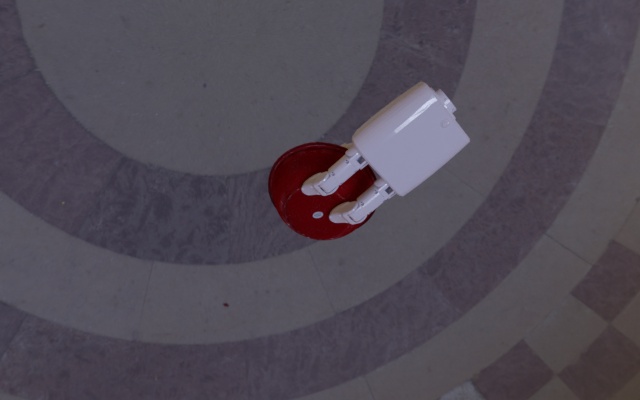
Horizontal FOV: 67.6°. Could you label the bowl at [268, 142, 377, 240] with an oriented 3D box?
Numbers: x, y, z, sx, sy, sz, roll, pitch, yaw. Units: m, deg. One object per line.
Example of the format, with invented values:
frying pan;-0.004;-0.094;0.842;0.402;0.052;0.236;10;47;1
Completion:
bowl;-0.001;0.003;0.664;0.162;0.162;0.055;0;36;10
